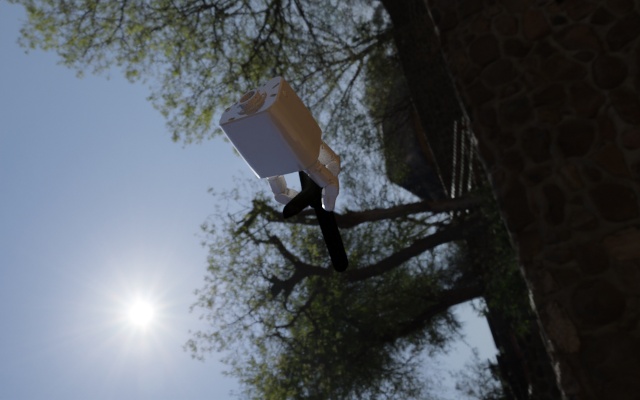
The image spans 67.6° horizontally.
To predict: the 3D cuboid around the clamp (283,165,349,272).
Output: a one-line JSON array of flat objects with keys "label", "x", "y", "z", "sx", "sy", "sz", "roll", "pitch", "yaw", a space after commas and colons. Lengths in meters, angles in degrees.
[{"label": "clamp", "x": -0.001, "y": 0.002, "z": 0.769, "sx": 0.036, "sy": 0.165, "sz": 0.209, "roll": -21, "pitch": 37, "yaw": 21}]
